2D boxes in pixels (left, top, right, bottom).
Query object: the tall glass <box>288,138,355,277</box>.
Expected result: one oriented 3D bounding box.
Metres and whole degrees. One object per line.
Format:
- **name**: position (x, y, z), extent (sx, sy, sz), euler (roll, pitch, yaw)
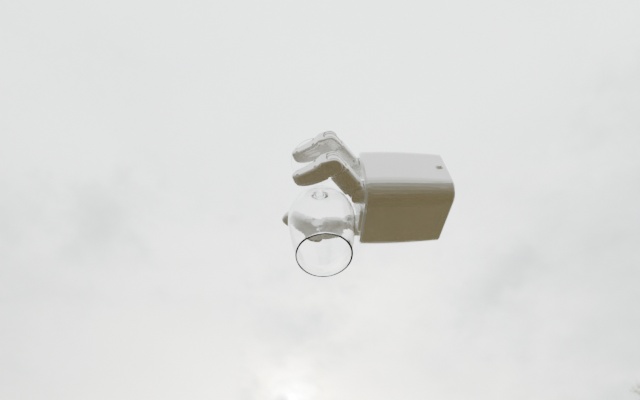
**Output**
- **tall glass**: position (0.000, 0.002, 0.584), extent (0.079, 0.079, 0.201), euler (0, 35, -2)
